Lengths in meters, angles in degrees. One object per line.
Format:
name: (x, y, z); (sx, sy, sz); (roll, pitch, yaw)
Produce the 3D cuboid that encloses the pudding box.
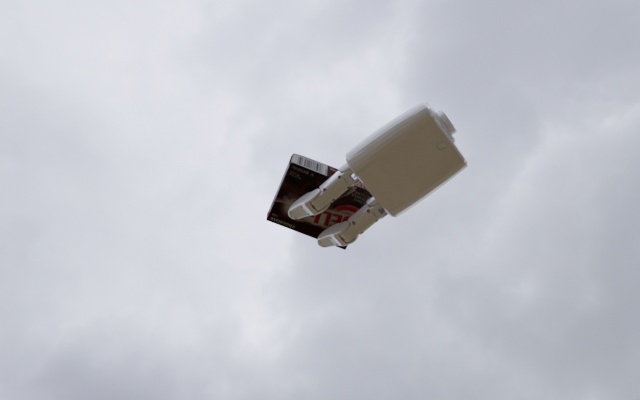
pudding box: (0.000, 0.002, 0.601); (0.113, 0.090, 0.039); (22, 28, -6)
